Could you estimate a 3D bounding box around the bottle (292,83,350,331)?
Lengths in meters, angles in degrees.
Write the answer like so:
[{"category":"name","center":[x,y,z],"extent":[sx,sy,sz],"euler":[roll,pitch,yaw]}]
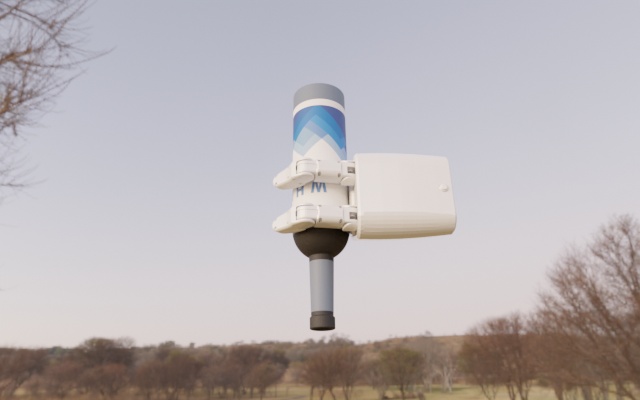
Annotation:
[{"category":"bottle","center":[0.000,0.002,0.564],"extent":[0.069,0.295,0.069],"euler":[-1,-23,0]}]
